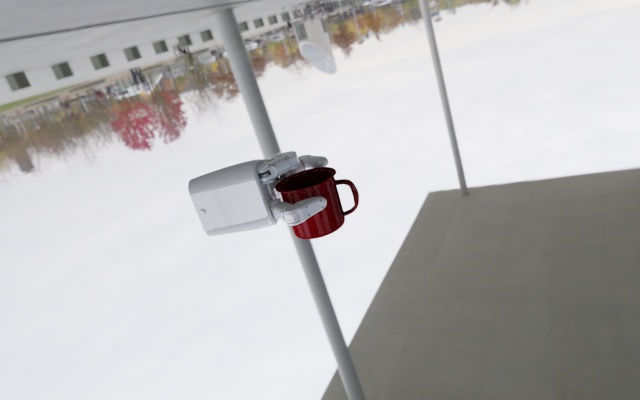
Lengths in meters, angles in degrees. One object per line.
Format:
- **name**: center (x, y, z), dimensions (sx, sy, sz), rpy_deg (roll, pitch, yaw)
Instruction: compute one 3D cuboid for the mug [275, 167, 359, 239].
- **mug**: center (0.002, 0.002, 0.705), dimensions (0.117, 0.081, 0.093), rpy_deg (-12, 20, 14)
